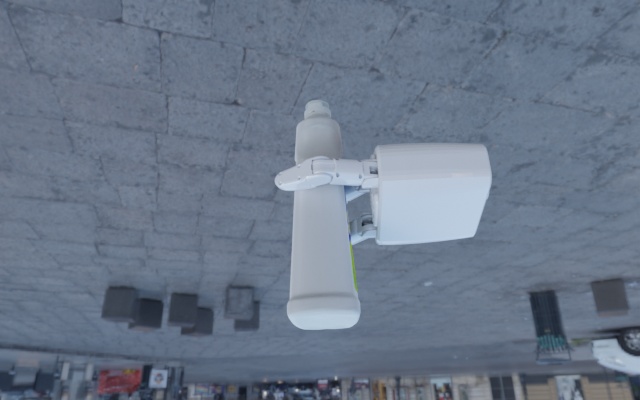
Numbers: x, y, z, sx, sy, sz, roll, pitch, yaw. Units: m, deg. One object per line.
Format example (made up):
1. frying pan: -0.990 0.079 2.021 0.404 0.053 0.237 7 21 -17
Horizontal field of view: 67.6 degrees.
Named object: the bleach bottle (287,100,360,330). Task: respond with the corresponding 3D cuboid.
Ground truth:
1. bleach bottle: 0.000 0.002 0.504 0.068 0.250 0.103 -3 -23 1
